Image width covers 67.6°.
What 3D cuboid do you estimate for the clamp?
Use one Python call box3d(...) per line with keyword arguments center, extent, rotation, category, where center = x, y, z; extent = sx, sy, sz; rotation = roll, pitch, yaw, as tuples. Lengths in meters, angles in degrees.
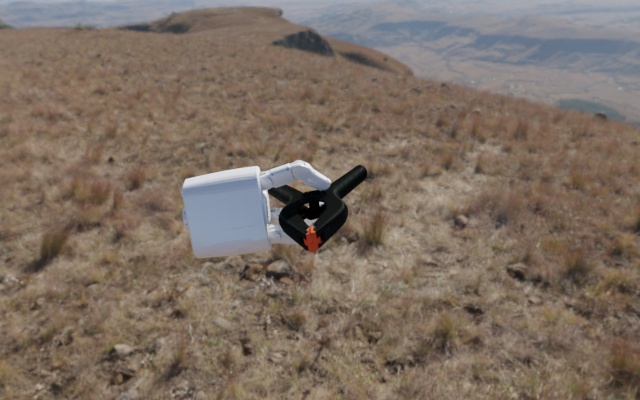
box3d(center=(0.000, 0.002, 0.676), extent=(0.164, 0.036, 0.210), rotation=(-11, 26, -1), category="clamp")
